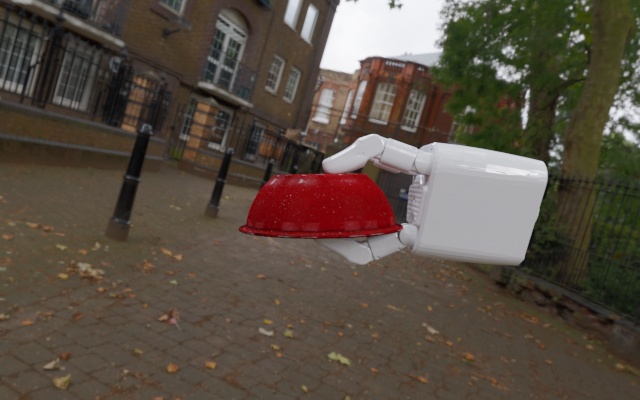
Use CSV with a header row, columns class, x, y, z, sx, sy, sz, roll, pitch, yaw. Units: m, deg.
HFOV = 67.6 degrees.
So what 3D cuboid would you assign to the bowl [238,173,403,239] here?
class,x,y,z,sx,sy,sz,roll,pitch,yaw
bowl,-0.001,0.001,0.472,0.162,0.055,0.162,-1,3,0
